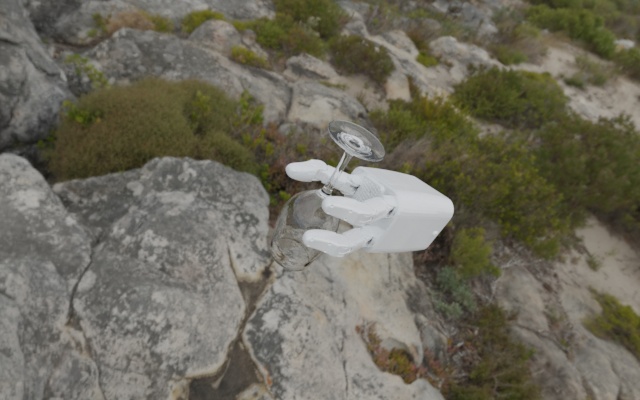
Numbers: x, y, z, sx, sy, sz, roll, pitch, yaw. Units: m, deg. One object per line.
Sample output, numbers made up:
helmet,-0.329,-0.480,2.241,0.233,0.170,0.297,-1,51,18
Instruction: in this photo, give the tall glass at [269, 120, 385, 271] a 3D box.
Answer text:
tall glass,0.000,0.001,0.600,0.079,0.201,0.079,21,34,-15
